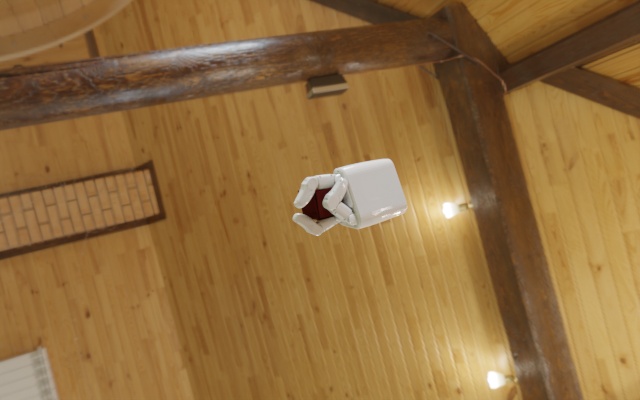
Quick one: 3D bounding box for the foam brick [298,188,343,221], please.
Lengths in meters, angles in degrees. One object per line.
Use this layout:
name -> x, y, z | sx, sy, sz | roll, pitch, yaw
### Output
foam brick -> 0.000, 0.003, 0.876 | 0.051, 0.053, 0.078 | -15, 11, -23
